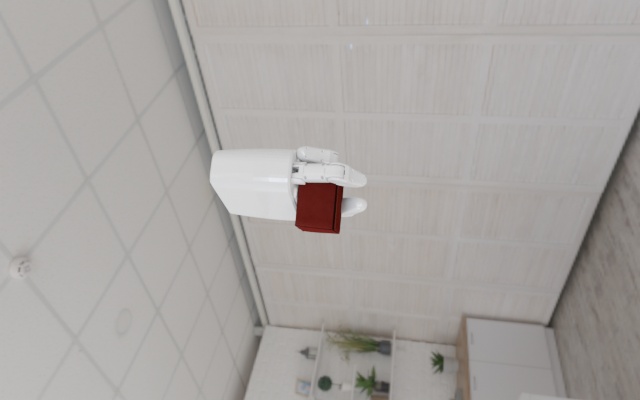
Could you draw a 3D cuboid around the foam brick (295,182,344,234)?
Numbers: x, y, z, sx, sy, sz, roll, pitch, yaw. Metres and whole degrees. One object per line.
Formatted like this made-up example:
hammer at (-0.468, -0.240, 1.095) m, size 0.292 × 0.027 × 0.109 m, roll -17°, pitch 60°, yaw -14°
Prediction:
foam brick at (0.000, 0.002, 0.617) m, size 0.051 × 0.078 × 0.053 m, roll 3°, pitch -11°, yaw 10°
